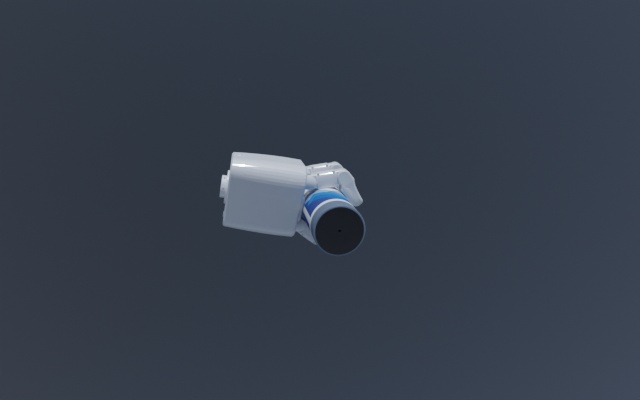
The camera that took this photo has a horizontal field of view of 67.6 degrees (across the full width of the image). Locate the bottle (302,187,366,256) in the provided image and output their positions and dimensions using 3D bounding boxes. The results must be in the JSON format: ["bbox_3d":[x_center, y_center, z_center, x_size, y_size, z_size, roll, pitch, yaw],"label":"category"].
[{"bbox_3d":[0.000,0.002,0.730,0.069,0.069,0.295,0,14,-10],"label":"bottle"}]
